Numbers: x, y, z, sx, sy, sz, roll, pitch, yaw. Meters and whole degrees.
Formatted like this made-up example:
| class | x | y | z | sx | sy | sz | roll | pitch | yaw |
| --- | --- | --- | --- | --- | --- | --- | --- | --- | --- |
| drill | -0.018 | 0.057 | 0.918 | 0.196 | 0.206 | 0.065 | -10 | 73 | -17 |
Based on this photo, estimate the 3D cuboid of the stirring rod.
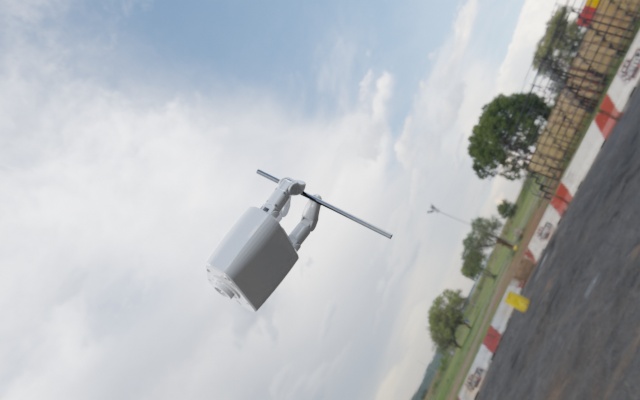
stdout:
| class | x | y | z | sx | sy | sz | roll | pitch | yaw |
| --- | --- | --- | --- | --- | --- | --- | --- | --- | --- |
| stirring rod | 0.000 | 0.002 | 0.721 | 0.239 | 0.011 | 0.011 | 26 | 10 | 21 |
